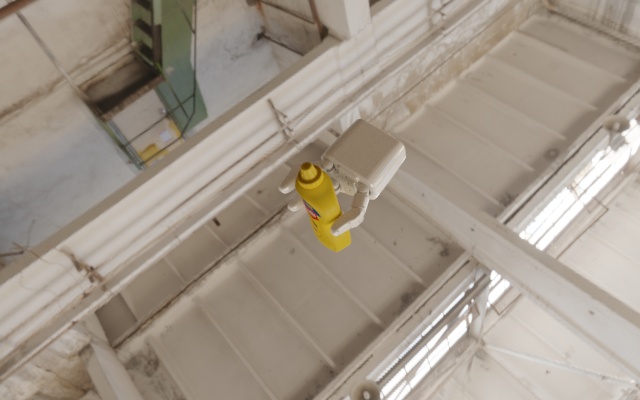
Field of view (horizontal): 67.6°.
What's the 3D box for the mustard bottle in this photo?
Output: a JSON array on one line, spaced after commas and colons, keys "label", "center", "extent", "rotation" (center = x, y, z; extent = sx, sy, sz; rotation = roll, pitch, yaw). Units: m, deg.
[{"label": "mustard bottle", "center": [0.000, 0.003, 0.808], "extent": [0.058, 0.096, 0.192], "rotation": [-30, -38, -8]}]
